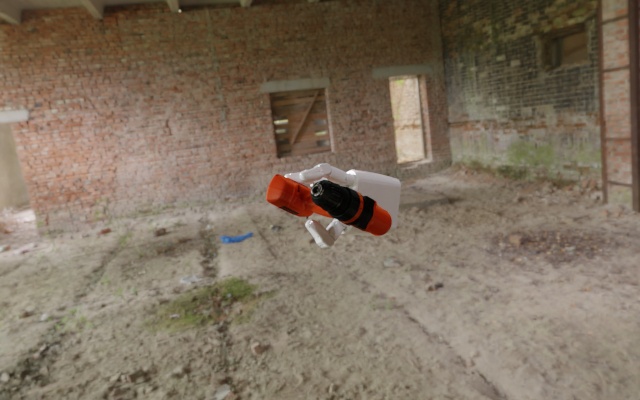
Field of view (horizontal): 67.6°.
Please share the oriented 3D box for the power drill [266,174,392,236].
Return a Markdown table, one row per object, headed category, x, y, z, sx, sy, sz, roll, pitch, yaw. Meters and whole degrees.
| category | x | y | z | sx | sy | sz | roll | pitch | yaw |
| --- | --- | --- | --- | --- | --- | --- | --- | --- | --- |
| power drill | 0.000 | 0.002 | 0.774 | 0.187 | 0.057 | 0.184 | 14 | -10 | 42 |
